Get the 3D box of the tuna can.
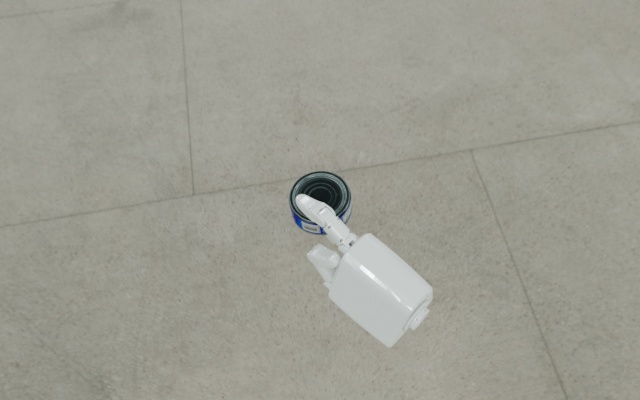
[{"bbox_3d":[0.000,0.002,0.652,0.086,0.086,0.034,0,-31,6],"label":"tuna can"}]
